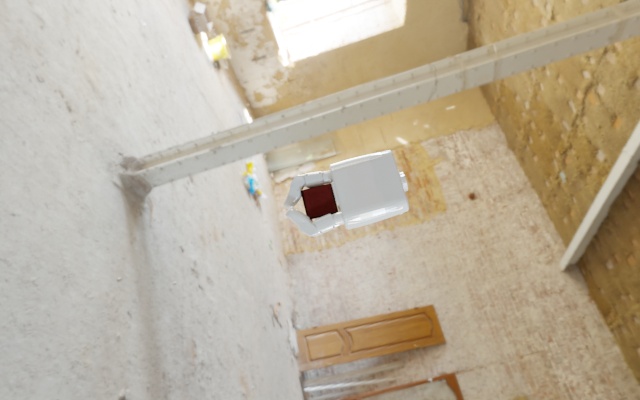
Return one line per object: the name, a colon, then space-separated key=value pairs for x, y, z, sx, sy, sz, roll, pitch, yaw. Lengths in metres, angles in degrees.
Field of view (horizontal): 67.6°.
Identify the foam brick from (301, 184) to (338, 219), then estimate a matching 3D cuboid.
foam brick: x=0.000 y=0.003 z=0.819 sx=0.051 sy=0.053 sz=0.078 roll=-14 pitch=0 yaw=4
